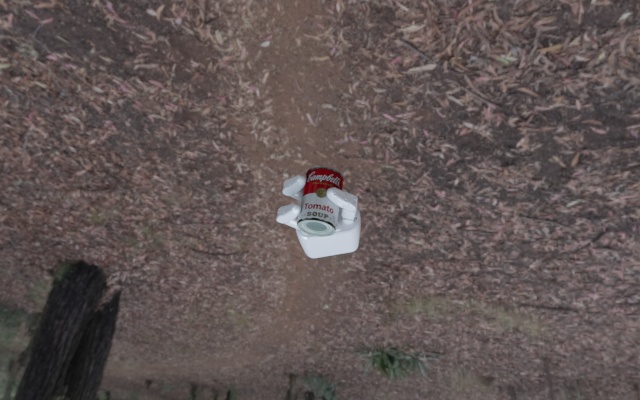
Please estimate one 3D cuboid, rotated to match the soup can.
[{"bbox_3d":[0.000,0.003,0.817,0.068,0.102,0.068,8,-27,4],"label":"soup can"}]
